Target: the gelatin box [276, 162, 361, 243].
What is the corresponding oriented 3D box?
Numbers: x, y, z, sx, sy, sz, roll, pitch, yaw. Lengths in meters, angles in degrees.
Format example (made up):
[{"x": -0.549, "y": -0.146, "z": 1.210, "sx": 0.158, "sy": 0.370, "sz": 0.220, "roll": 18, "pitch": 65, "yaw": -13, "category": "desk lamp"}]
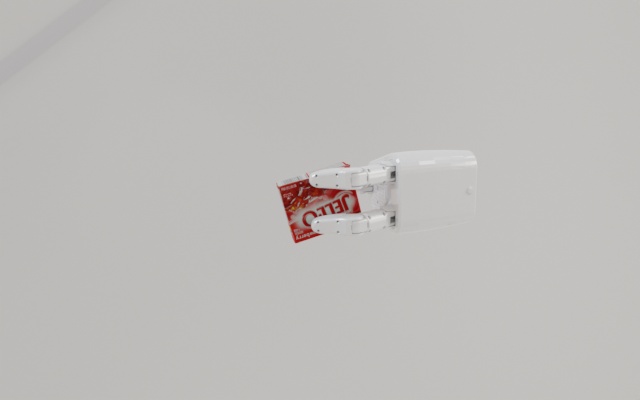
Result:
[{"x": 0.000, "y": 0.002, "z": 0.569, "sx": 0.089, "sy": 0.073, "sz": 0.030, "roll": -17, "pitch": 17, "yaw": -6, "category": "gelatin box"}]
